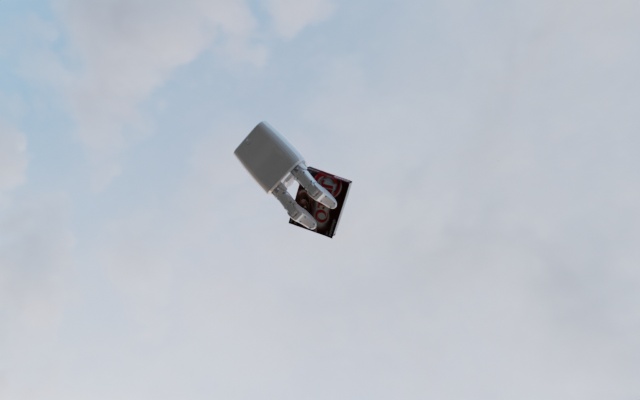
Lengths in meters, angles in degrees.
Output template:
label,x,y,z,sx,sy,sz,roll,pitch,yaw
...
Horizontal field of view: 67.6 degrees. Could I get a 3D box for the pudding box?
label,x,y,z,sx,sy,sz,roll,pitch,yaw
pudding box,0.000,0.003,0.890,0.090,0.113,0.039,19,14,12
